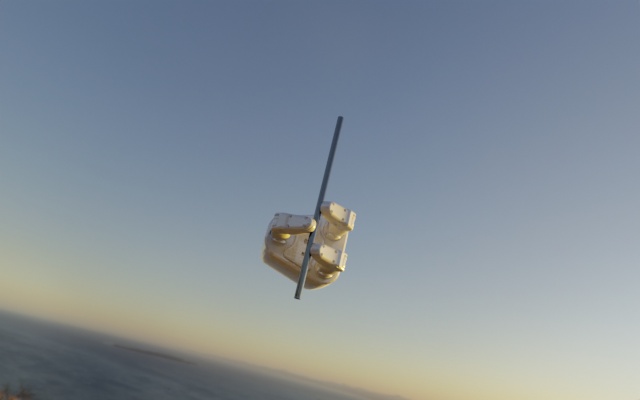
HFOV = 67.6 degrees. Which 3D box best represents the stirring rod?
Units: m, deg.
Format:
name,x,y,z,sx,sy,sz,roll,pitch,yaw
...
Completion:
name,x,y,z,sx,sy,sz,roll,pitch,yaw
stirring rod,0.000,0.002,0.584,0.011,0.239,0.011,12,-20,4
